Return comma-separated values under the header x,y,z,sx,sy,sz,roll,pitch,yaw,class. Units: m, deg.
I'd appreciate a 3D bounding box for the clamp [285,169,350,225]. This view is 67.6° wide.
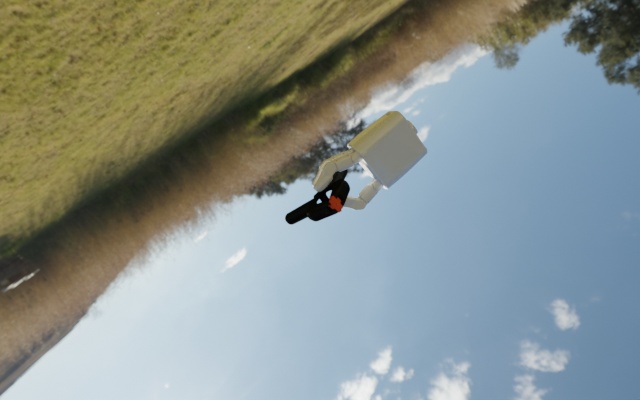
x,y,z,sx,sy,sz,roll,pitch,yaw,class
0.001,0.003,0.894,0.164,0.036,0.210,-43,11,3,clamp
